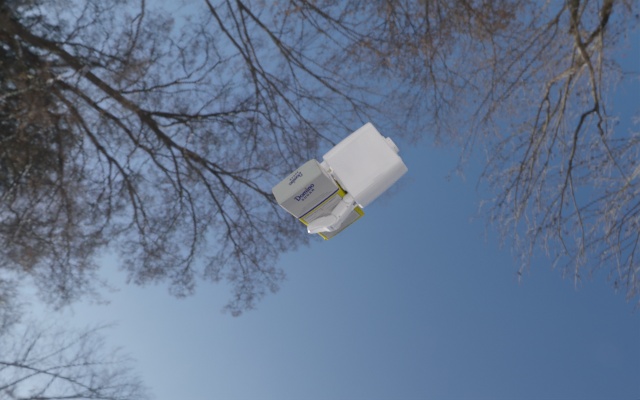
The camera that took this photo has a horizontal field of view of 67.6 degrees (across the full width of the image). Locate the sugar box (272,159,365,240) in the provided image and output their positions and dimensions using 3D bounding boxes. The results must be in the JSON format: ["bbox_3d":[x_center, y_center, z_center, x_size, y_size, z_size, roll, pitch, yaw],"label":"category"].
[{"bbox_3d":[0.000,0.002,0.855,0.093,0.048,0.176,-36,-40,9],"label":"sugar box"}]
